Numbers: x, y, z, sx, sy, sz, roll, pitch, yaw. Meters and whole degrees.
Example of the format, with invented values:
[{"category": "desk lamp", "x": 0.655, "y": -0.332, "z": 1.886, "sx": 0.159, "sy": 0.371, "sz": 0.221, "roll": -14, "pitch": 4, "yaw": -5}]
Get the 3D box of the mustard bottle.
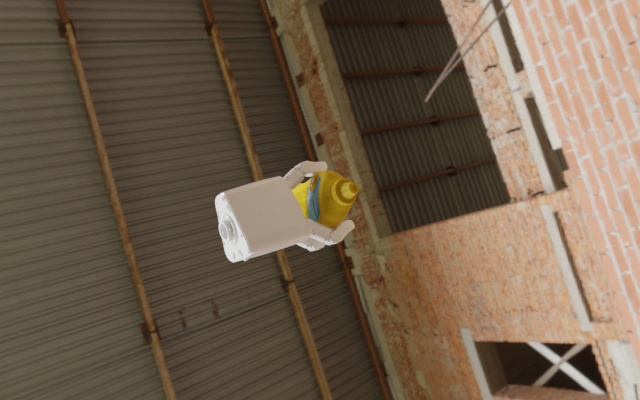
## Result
[{"category": "mustard bottle", "x": 0.000, "y": 0.003, "z": 0.792, "sx": 0.058, "sy": 0.096, "sz": 0.192, "roll": 12, "pitch": -19, "yaw": -29}]
